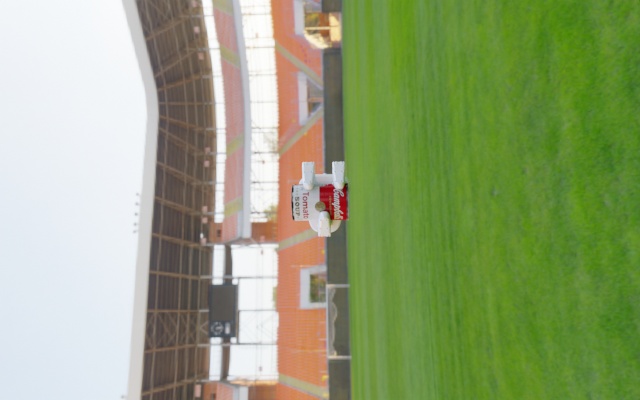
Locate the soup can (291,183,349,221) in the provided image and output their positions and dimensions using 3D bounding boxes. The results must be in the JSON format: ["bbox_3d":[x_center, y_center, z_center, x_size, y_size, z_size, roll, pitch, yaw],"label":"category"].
[{"bbox_3d":[0.000,0.003,0.867,0.102,0.068,0.068,-1,0,2],"label":"soup can"}]
